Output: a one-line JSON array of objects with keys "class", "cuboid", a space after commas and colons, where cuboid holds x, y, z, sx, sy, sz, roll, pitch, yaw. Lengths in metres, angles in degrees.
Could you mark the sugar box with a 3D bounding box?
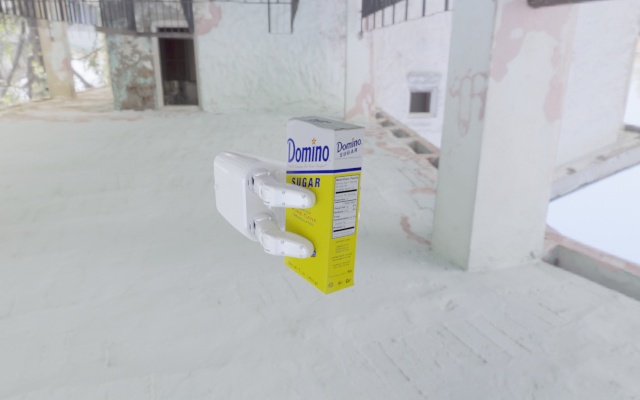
[{"class": "sugar box", "cuboid": [0.000, 0.002, 0.519, 0.048, 0.176, 0.093, -12, 21, -32]}]
